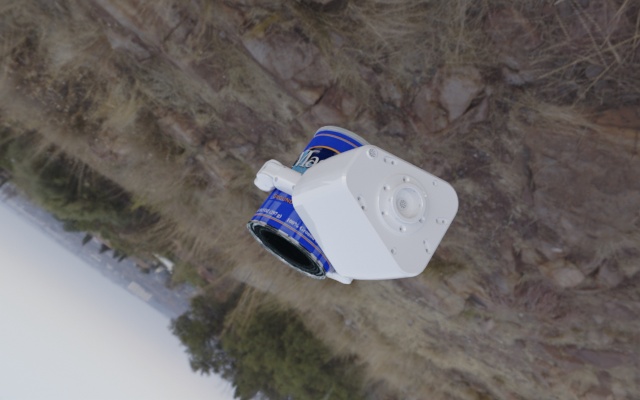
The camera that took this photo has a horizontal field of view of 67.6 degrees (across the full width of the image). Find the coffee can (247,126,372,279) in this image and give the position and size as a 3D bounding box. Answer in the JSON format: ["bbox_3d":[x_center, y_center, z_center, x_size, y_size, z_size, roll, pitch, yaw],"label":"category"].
[{"bbox_3d":[0.000,0.002,0.537,0.103,0.140,0.103,30,-21,13],"label":"coffee can"}]
